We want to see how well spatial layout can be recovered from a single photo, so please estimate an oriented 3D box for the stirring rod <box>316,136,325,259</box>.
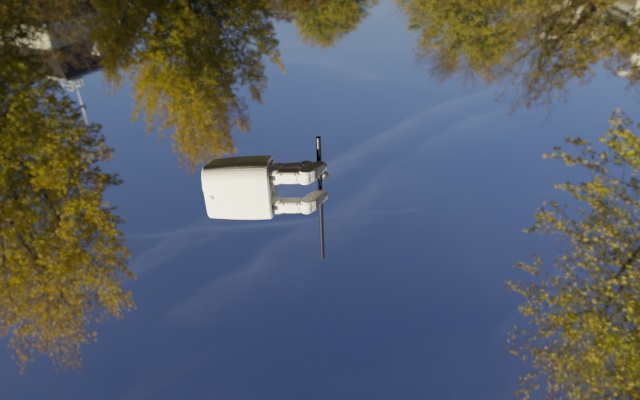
[{"bbox_3d":[0.000,0.003,0.822,0.011,0.240,0.011,-1,31,1],"label":"stirring rod"}]
